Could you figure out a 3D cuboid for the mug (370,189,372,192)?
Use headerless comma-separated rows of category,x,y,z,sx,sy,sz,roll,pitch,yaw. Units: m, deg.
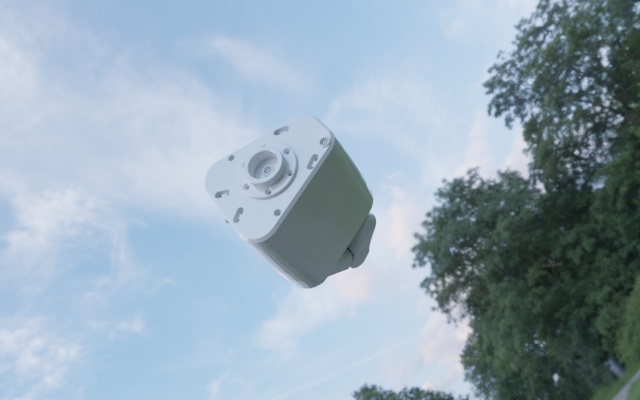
mug,0.000,0.002,0.532,0.081,0.093,0.117,47,-3,33
